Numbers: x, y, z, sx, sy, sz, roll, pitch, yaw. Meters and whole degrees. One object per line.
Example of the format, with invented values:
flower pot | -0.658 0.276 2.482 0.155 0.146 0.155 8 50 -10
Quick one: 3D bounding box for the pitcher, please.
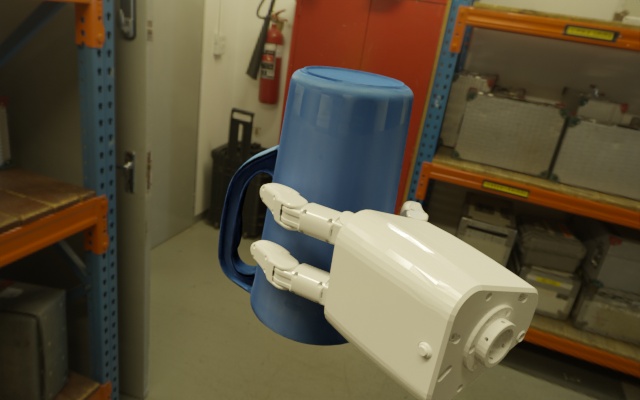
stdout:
pitcher | 0.000 0.002 0.457 0.149 0.243 0.145 -7 27 -34
